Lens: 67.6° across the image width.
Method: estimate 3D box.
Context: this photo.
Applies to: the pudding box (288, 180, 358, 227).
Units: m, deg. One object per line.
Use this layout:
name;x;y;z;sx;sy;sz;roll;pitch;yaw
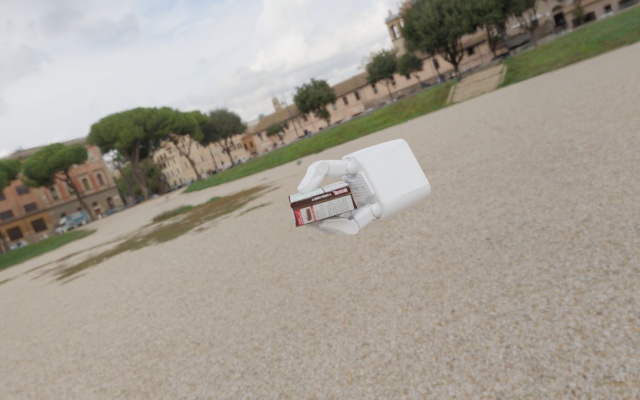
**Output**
pudding box;0.000;0.002;0.700;0.090;0.039;0.113;-17;5;-2
